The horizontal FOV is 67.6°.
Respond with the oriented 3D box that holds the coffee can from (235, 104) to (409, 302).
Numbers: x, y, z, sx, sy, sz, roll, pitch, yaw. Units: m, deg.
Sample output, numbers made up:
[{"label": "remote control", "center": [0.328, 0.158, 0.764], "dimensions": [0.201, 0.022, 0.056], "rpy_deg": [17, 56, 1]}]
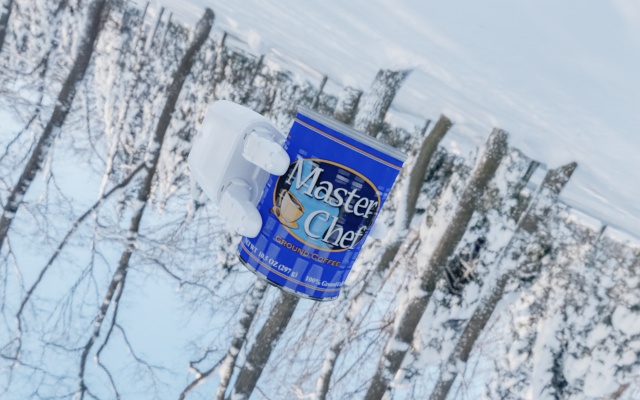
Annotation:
[{"label": "coffee can", "center": [0.000, 0.001, 0.419], "dimensions": [0.103, 0.140, 0.103], "rpy_deg": [25, 9, -4]}]
